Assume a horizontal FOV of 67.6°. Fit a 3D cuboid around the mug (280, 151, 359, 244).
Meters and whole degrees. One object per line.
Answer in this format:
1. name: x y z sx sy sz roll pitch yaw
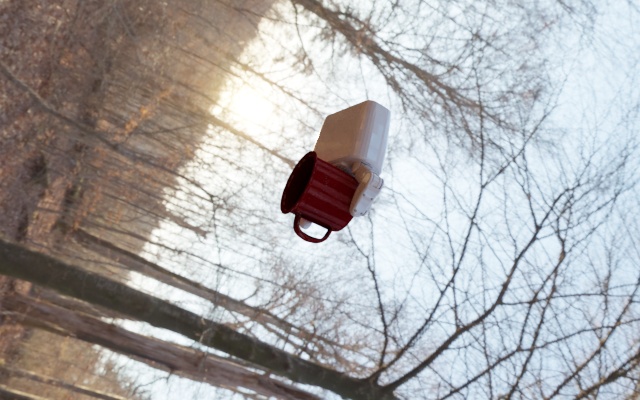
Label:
1. mug: 0.000 0.003 0.641 0.081 0.117 0.093 26 -28 -21
